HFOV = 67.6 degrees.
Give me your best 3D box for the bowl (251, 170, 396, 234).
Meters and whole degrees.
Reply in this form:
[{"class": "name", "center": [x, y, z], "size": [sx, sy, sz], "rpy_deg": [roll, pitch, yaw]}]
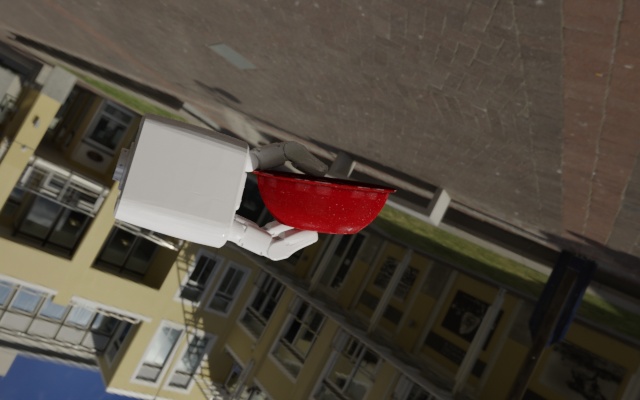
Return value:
[{"class": "bowl", "center": [0.001, 0.002, 0.531], "size": [0.162, 0.055, 0.162], "rpy_deg": [7, 5, -1]}]
